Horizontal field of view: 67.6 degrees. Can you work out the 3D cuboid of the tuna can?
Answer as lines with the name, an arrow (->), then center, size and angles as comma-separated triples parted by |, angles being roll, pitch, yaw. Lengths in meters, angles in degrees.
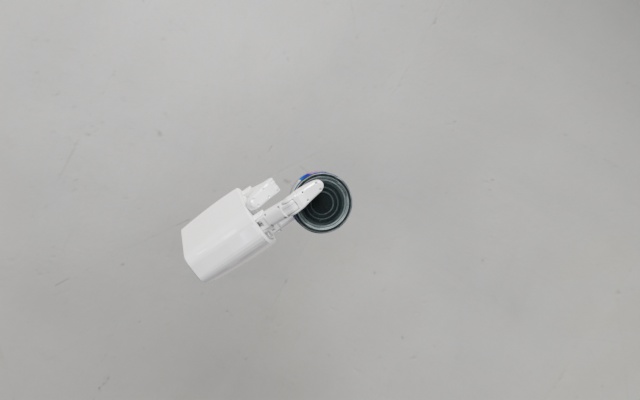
tuna can -> 0.000, 0.002, 0.661 | 0.086, 0.086, 0.033 | 0, 6, -9
